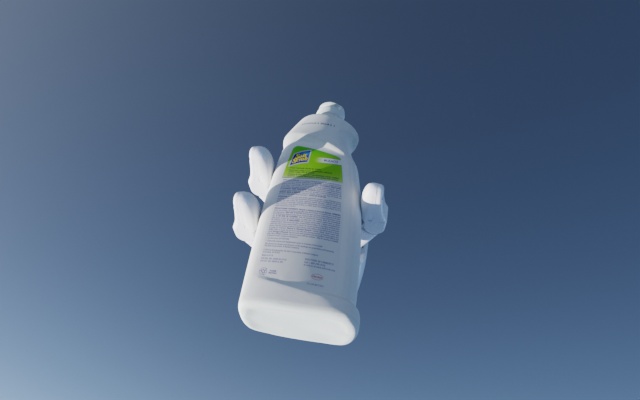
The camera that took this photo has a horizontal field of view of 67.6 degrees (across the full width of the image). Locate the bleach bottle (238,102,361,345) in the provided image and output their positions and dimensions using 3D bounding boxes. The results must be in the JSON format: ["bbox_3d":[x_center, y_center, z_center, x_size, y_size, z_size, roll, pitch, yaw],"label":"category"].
[{"bbox_3d":[0.000,0.001,0.456,0.102,0.250,0.068,8,-36,5],"label":"bleach bottle"}]
